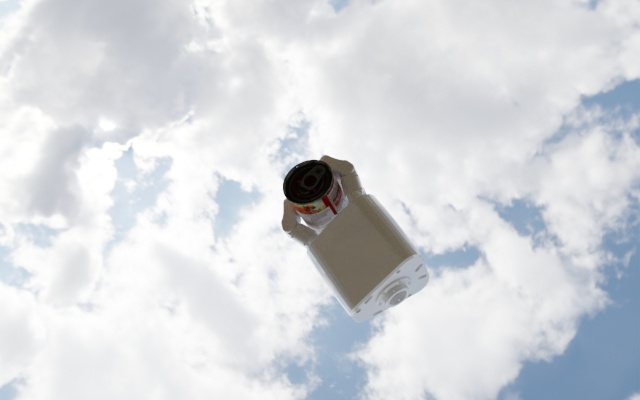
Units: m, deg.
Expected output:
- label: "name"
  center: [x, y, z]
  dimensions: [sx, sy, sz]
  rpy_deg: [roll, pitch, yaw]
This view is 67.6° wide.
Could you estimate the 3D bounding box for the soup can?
- label: "soup can"
  center: [0.000, 0.002, 0.637]
  dimensions: [0.068, 0.068, 0.102]
  rpy_deg: [0, -31, 22]
